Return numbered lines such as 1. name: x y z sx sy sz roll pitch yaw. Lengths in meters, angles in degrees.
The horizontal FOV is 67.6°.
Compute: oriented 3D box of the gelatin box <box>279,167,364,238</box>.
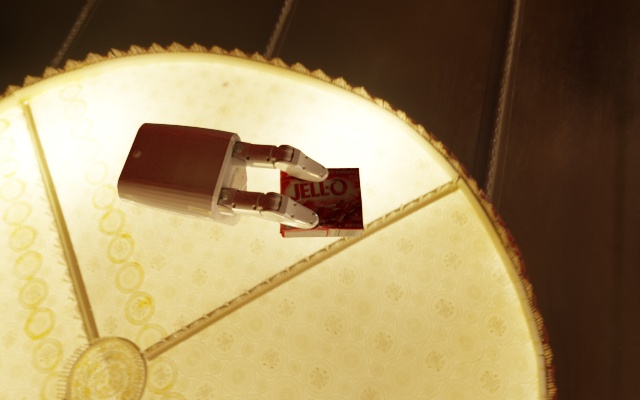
1. gelatin box: 0.000 0.002 0.517 0.089 0.073 0.030 0 -23 -5
